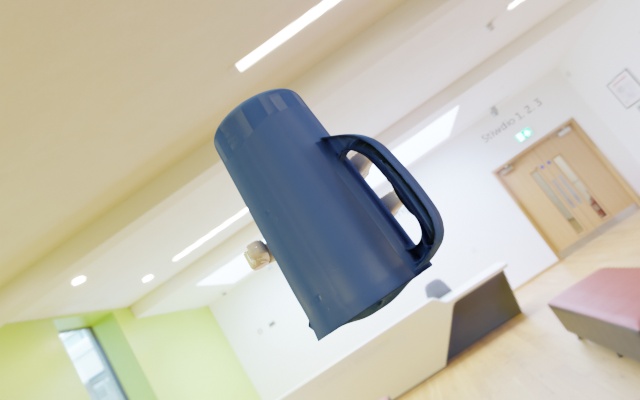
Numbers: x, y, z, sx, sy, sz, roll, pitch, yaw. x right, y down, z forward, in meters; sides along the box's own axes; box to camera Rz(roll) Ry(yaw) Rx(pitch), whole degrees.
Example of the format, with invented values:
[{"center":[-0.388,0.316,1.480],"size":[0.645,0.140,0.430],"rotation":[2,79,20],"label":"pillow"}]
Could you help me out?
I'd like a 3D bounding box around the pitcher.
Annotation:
[{"center":[0.000,0.002,0.486],"size":[0.149,0.242,0.145],"rotation":[-31,-14,-11],"label":"pitcher"}]
